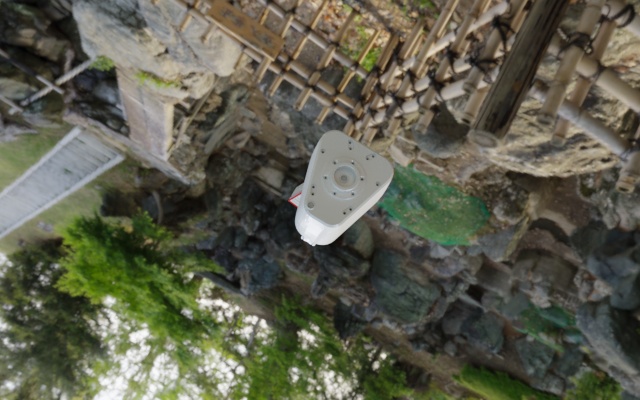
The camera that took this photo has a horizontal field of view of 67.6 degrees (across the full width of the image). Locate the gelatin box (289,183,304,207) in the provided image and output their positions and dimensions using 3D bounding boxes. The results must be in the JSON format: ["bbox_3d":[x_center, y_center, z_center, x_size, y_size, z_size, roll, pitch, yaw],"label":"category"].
[{"bbox_3d":[0.000,0.003,0.705,0.073,0.030,0.089,35,-20,-11],"label":"gelatin box"}]
